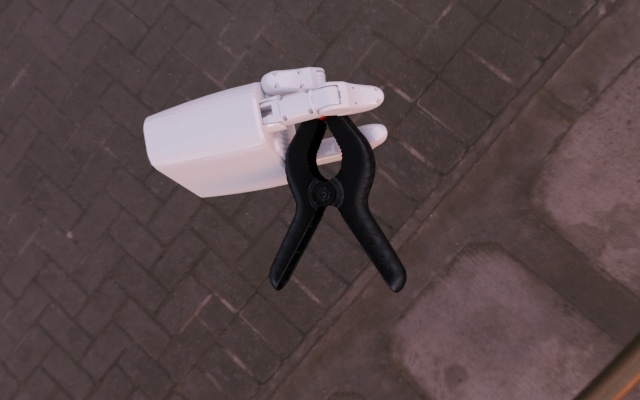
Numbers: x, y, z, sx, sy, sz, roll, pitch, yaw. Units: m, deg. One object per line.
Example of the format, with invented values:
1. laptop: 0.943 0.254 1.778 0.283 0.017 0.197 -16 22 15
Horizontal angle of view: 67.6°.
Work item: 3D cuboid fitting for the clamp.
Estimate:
1. clamp: 0.000 0.001 0.409 0.120 0.171 0.039 -12 -4 13
